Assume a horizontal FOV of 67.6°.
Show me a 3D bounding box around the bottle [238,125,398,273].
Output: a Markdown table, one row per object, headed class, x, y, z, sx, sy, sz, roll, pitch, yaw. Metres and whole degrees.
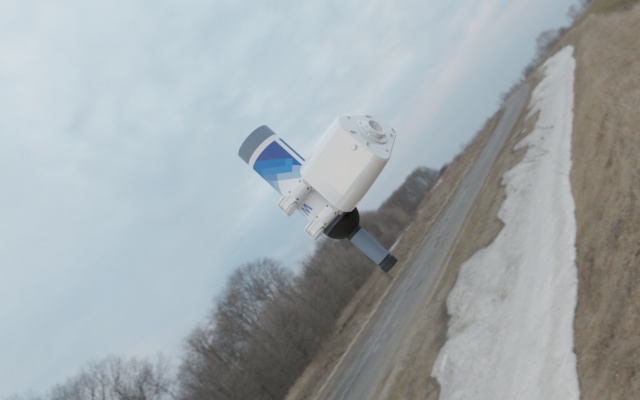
| class | x | y | z | sx | sy | sz | roll | pitch | yaw |
| --- | --- | --- | --- | --- | --- | --- | --- | --- | --- |
| bottle | 0.000 | 0.002 | 0.742 | 0.295 | 0.069 | 0.069 | 42 | 7 | 8 |
